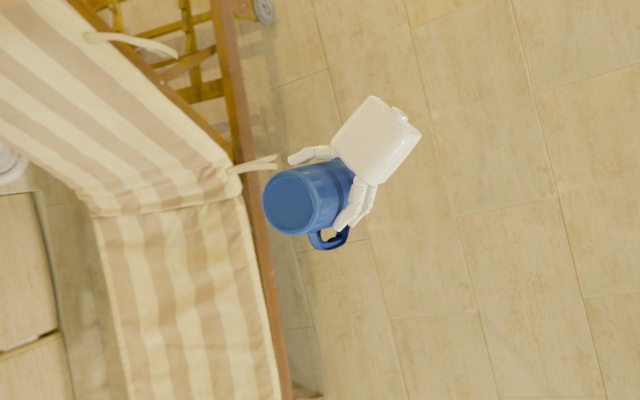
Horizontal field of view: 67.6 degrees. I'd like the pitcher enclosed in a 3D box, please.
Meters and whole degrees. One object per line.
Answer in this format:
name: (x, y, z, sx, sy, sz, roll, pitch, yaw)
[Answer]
pitcher: (0.000, 0.003, 0.865, 0.145, 0.149, 0.243, -48, -14, 22)
